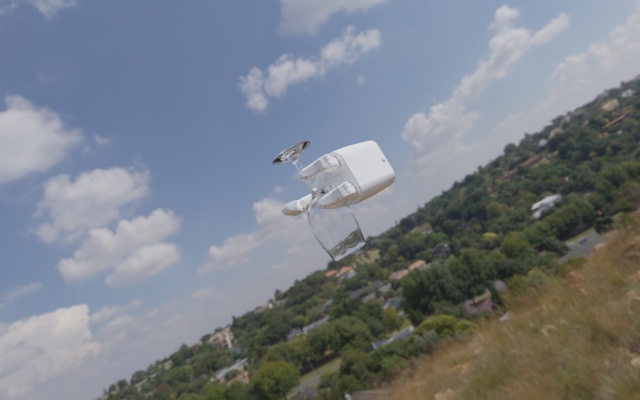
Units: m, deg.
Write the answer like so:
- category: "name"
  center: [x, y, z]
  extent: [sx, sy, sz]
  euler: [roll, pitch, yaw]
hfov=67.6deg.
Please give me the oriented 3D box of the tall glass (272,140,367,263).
- category: "tall glass"
  center: [0.000, 0.002, 0.805]
  extent: [0.079, 0.201, 0.079]
  euler: [-30, -7, -4]
